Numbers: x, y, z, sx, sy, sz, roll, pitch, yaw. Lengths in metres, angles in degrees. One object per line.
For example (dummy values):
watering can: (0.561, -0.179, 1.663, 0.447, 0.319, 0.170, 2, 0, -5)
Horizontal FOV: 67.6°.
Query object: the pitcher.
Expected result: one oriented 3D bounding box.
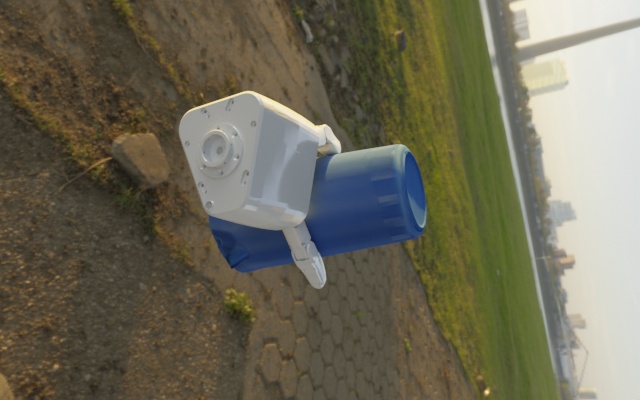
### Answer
pitcher: (0.000, 0.002, 0.588, 0.243, 0.149, 0.145, -11, -14, 24)
